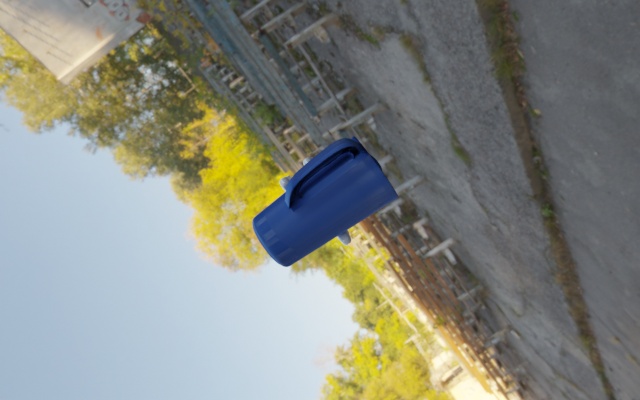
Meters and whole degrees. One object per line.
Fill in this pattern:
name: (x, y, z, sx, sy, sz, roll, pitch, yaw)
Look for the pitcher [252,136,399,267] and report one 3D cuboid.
pitcher: (0.000, 0.003, 0.832, 0.243, 0.149, 0.145, -36, 8, 4)
